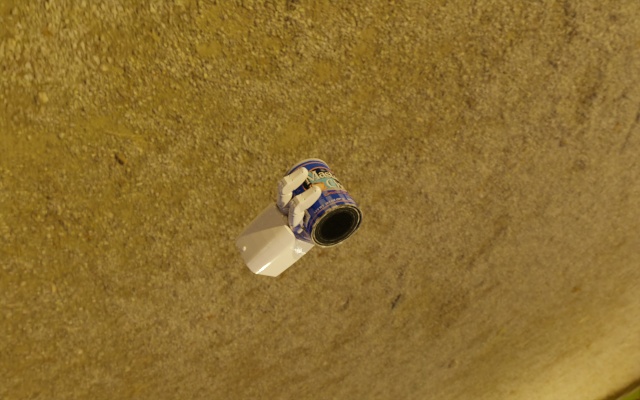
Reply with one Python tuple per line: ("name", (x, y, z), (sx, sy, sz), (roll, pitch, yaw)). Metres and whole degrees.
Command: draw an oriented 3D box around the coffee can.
("coffee can", (0.000, 0.003, 0.885), (0.103, 0.103, 0.140), (0, 39, -33))
